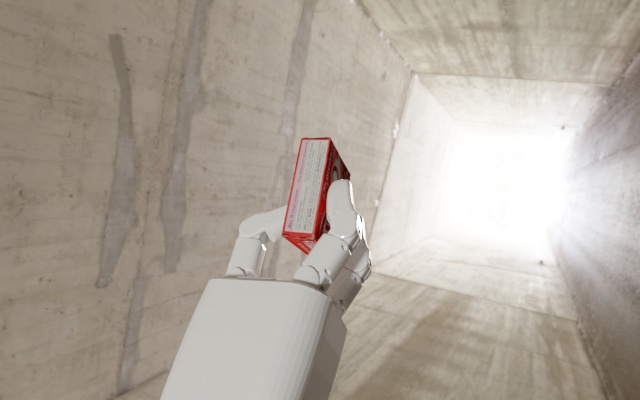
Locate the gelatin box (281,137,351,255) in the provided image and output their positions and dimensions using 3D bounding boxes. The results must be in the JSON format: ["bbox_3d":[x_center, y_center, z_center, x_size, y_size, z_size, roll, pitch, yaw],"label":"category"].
[{"bbox_3d":[0.000,0.001,0.411,0.030,0.089,0.073,3,-21,19],"label":"gelatin box"}]
